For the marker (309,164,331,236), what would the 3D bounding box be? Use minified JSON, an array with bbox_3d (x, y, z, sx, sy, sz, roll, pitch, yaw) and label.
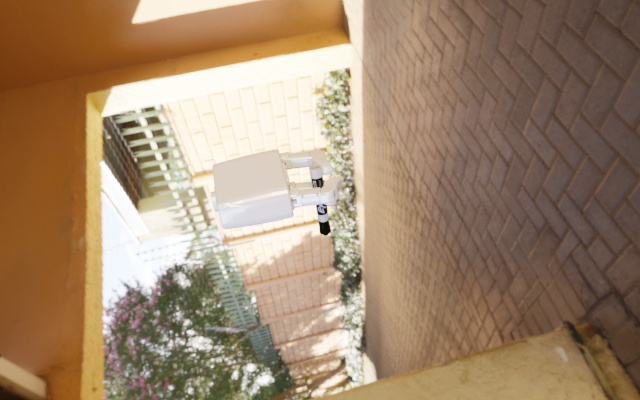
[{"bbox_3d":[0.000,0.002,0.725,0.020,0.121,0.020,-7,32,4],"label":"marker"}]
